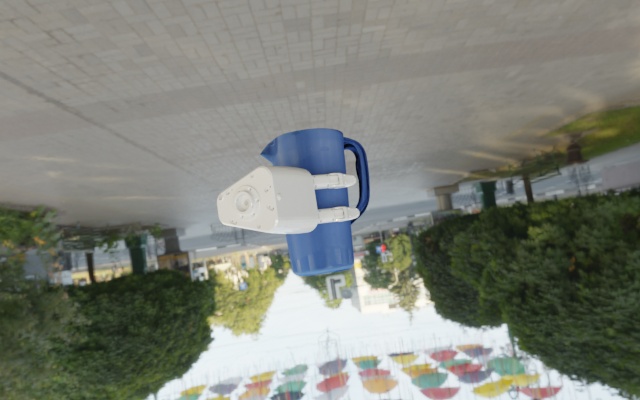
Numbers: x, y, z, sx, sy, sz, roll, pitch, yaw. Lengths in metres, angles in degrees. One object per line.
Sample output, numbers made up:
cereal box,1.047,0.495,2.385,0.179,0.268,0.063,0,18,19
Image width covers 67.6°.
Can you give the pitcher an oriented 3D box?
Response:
pitcher,0.000,0.003,0.832,0.149,0.243,0.145,-11,-7,28
